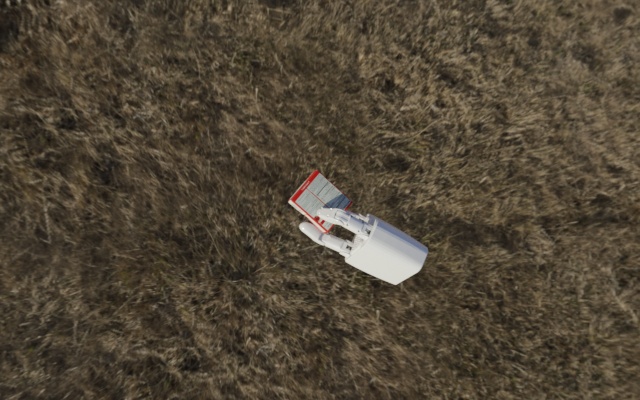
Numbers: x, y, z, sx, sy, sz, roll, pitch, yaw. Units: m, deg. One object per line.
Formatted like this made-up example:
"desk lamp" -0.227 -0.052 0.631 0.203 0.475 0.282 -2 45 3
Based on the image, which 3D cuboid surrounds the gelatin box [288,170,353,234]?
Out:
"gelatin box" 0.000 0.002 0.840 0.089 0.073 0.030 42 -14 -7
